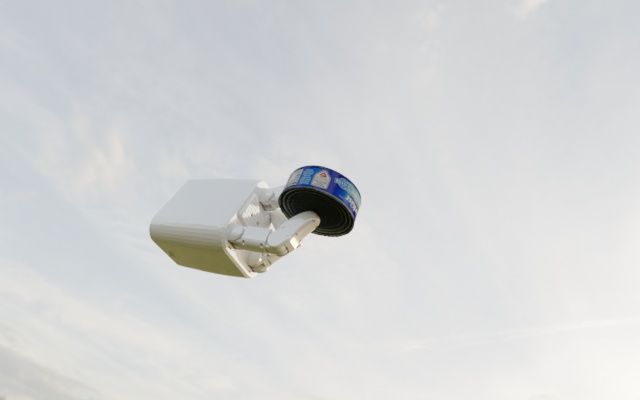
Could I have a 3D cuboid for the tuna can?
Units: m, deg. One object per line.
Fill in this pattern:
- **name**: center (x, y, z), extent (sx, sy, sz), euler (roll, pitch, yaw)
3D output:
- **tuna can**: center (0.000, 0.001, 0.516), extent (0.086, 0.033, 0.086), euler (16, -34, 11)
